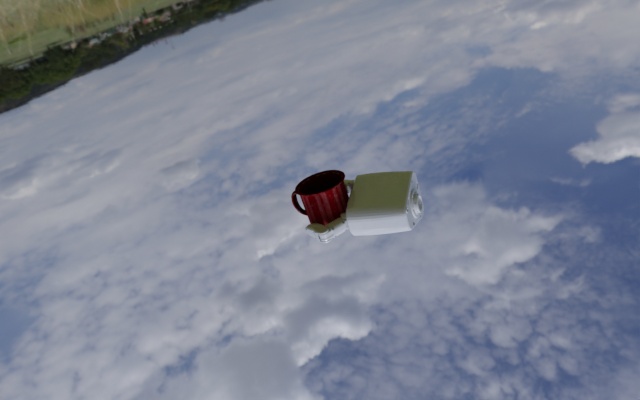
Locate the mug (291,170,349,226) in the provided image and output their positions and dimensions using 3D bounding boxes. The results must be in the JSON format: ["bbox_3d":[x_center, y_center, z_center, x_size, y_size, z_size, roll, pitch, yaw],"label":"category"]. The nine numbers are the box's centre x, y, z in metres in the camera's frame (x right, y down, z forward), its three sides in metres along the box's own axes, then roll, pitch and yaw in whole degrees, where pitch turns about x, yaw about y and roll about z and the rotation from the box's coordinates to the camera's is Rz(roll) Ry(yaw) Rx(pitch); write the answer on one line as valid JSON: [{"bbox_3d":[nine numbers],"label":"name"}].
[{"bbox_3d":[-0.001,0.003,0.863,0.117,0.081,0.093,-5,28,29],"label":"mug"}]
